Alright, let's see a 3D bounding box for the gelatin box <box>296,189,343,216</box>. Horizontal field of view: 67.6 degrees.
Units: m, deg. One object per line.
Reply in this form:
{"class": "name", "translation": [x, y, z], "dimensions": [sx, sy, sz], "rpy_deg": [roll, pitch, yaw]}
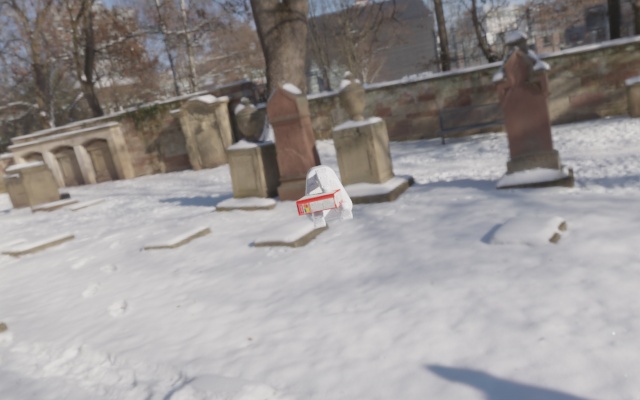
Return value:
{"class": "gelatin box", "translation": [0.000, 0.003, 0.892], "dimensions": [0.073, 0.030, 0.089], "rpy_deg": [-12, 5, 11]}
